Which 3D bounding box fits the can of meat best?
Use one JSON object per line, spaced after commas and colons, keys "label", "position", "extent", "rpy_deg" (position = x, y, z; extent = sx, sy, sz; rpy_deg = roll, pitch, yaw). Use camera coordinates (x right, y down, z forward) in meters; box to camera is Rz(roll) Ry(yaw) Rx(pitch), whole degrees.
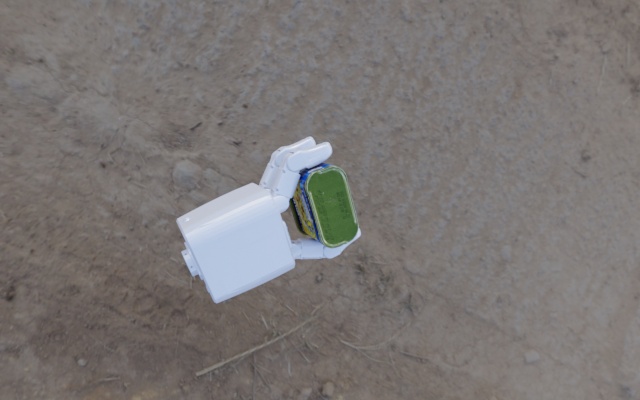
{"label": "can of meat", "position": [0.000, 0.002, 0.589], "extent": [0.057, 0.102, 0.084], "rpy_deg": [-21, 17, -17]}
